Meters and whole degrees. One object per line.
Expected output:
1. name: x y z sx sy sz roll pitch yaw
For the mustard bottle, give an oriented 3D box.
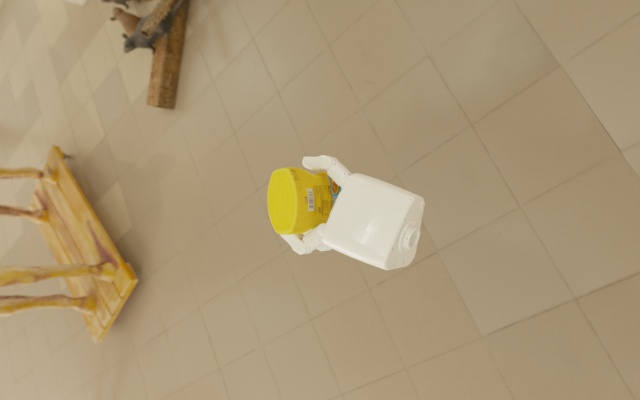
1. mustard bottle: 0.000 0.002 0.750 0.058 0.096 0.191 -8 -6 35
